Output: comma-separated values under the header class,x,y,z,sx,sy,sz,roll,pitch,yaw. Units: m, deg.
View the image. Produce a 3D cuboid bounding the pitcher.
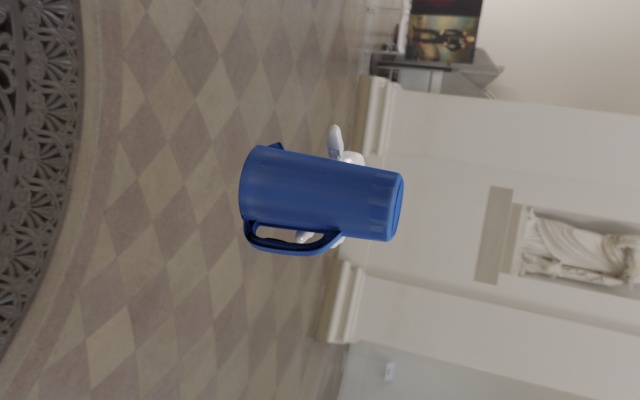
class,x,y,z,sx,sy,sz,roll,pitch,yaw
pitcher,0.000,0.002,0.751,0.243,0.149,0.145,10,19,15
